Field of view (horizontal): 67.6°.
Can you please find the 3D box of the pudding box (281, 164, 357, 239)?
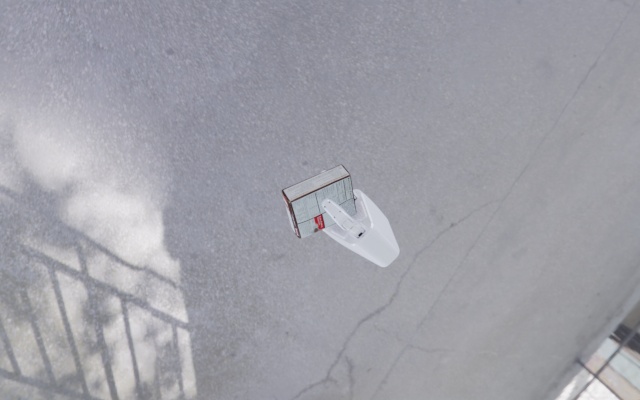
[{"bbox_3d":[0.000,0.003,0.785,0.113,0.090,0.039,-25,43,-14],"label":"pudding box"}]
